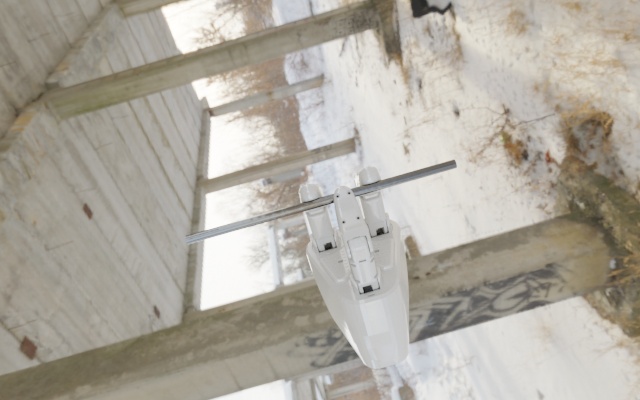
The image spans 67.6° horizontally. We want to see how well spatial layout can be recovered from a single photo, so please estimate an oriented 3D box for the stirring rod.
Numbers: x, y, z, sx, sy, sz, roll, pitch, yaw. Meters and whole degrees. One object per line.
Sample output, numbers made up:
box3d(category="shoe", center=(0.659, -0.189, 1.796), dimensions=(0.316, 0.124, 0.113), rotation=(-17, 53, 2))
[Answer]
box3d(category="stirring rod", center=(0.000, 0.001, 0.412), dimensions=(0.239, 0.011, 0.011), rotation=(-16, 0, 1))
